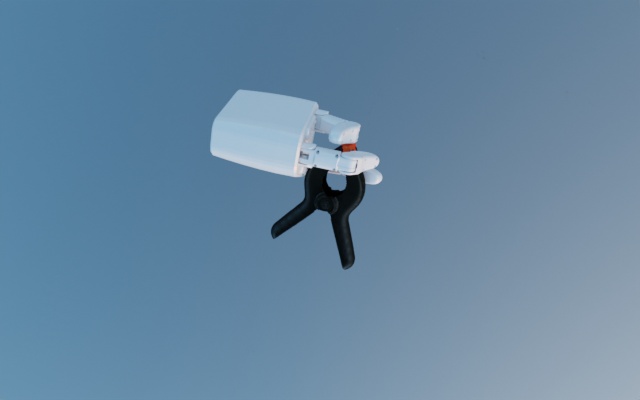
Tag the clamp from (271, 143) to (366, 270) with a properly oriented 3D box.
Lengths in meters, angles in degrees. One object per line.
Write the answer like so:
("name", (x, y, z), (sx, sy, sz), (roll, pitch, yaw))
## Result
("clamp", (0.000, 0.002, 0.620), (0.120, 0.171, 0.039), (12, 21, 4))
